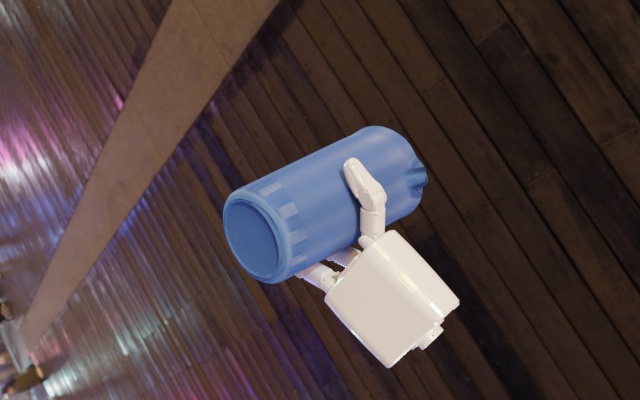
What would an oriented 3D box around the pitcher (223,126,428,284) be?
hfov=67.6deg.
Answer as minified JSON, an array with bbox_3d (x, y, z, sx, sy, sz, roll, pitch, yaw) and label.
[{"bbox_3d":[0.000,0.002,0.583,0.242,0.145,0.149,-26,-25,-42],"label":"pitcher"}]
